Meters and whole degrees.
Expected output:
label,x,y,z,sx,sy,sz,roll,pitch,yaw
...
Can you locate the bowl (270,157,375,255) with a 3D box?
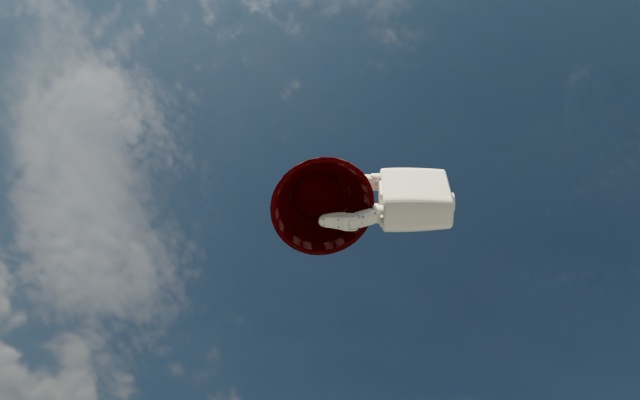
label,x,y,z,sx,sy,sz,roll,pitch,yaw
bowl,-0.001,0.002,0.747,0.162,0.162,0.055,0,22,-11
